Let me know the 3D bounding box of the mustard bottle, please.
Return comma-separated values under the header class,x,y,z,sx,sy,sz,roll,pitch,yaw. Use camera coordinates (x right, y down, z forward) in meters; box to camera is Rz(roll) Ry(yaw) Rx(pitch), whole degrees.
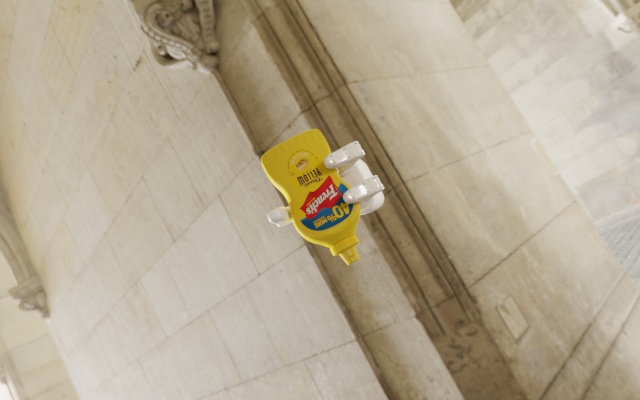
class,x,y,z,sx,sy,sz,roll,pitch,yaw
mustard bottle,0.000,0.002,0.668,0.096,0.191,0.058,-28,-9,-8
